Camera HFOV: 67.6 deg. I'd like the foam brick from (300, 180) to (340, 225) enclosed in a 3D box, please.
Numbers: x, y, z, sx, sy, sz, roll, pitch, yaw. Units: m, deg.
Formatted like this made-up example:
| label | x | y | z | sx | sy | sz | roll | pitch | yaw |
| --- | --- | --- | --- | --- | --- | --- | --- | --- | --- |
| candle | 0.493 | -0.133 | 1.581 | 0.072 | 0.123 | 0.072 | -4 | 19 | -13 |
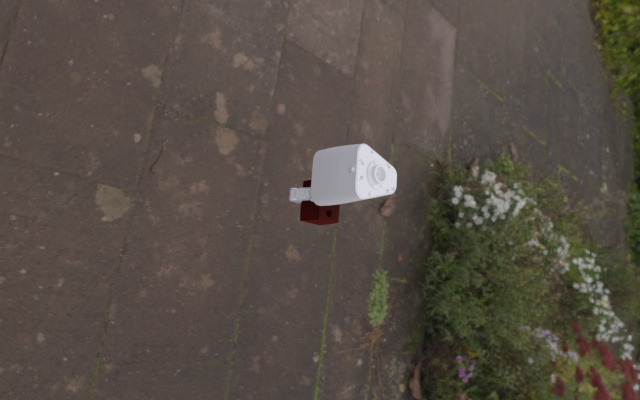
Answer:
| label | x | y | z | sx | sy | sz | roll | pitch | yaw |
| --- | --- | --- | --- | --- | --- | --- | --- | --- | --- |
| foam brick | 0.000 | 0.003 | 0.877 | 0.053 | 0.078 | 0.051 | 13 | -13 | -43 |
